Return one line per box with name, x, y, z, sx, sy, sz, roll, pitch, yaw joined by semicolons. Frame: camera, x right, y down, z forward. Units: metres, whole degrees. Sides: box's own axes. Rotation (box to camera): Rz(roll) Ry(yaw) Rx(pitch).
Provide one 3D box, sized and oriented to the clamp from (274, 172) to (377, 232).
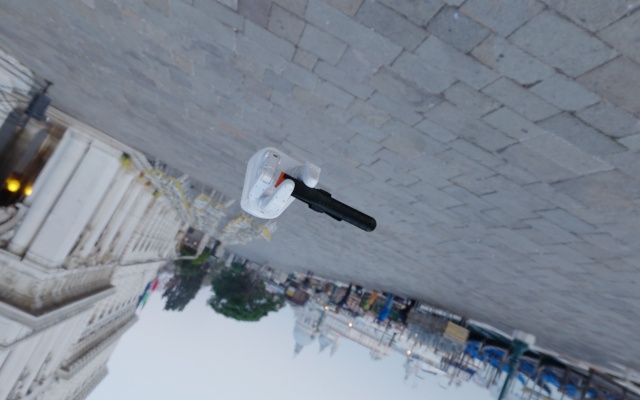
clamp;0.000;0.003;0.783;0.171;0.039;0.120;29;-11;-17
